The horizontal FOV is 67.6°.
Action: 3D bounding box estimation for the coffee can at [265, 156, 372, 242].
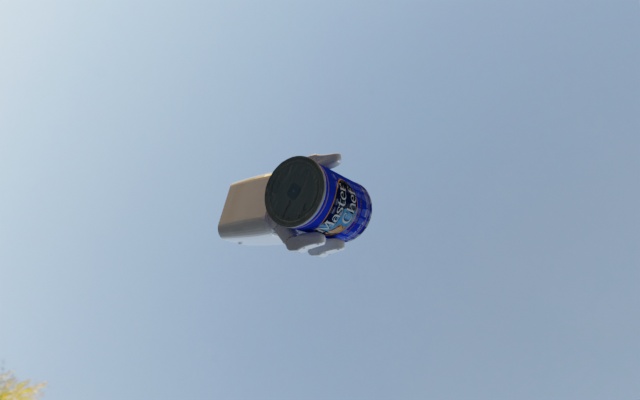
[{"bbox_3d":[0.000,0.002,0.715,0.103,0.102,0.140,0,-13,34],"label":"coffee can"}]
